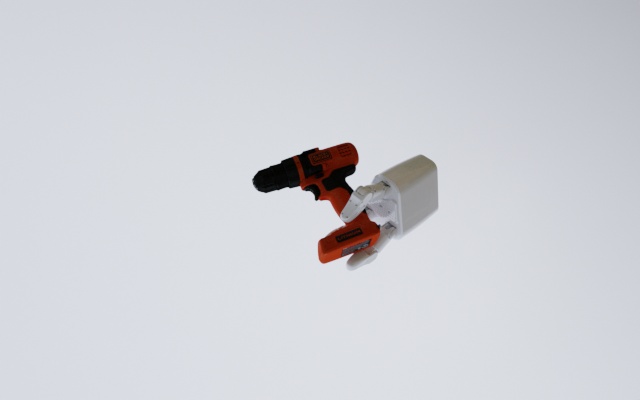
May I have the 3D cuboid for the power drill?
[{"bbox_3d":[0.001,0.003,0.769,0.184,0.187,0.057,-19,-23,-10],"label":"power drill"}]
